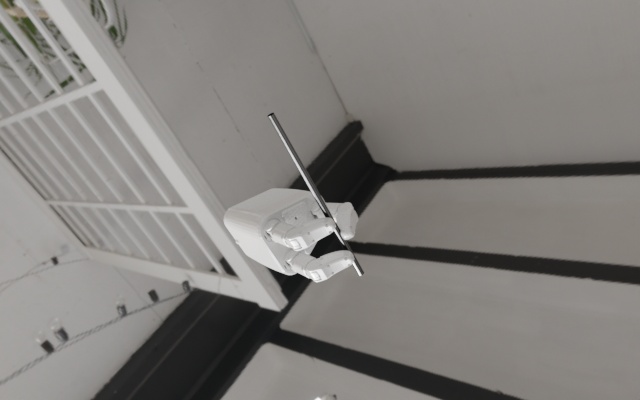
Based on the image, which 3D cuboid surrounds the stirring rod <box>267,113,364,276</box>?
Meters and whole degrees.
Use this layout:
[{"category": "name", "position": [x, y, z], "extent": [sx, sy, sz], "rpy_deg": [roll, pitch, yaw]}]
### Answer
[{"category": "stirring rod", "position": [0.000, 0.002, 0.560], "extent": [0.011, 0.240, 0.011], "rpy_deg": [-22, 29, 13]}]
